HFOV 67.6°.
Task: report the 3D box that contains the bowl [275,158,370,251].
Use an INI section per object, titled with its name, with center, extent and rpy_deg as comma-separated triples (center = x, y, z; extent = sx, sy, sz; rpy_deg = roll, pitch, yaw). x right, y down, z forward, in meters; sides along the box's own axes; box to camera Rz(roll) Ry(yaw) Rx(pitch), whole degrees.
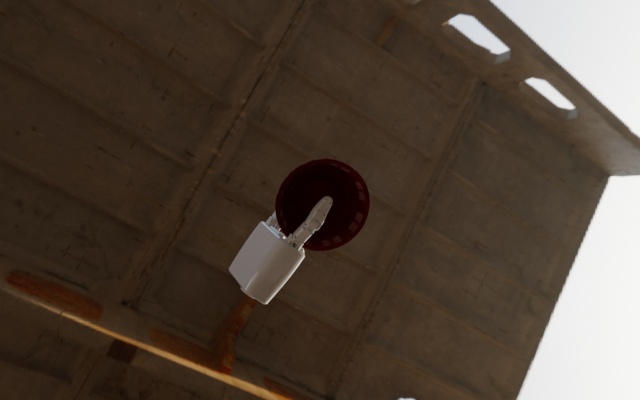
[bowl]
center = 0.001, 0.002, 0.822
extent = 0.162, 0.162, 0.055
rpy_deg = 0, 16, -11
